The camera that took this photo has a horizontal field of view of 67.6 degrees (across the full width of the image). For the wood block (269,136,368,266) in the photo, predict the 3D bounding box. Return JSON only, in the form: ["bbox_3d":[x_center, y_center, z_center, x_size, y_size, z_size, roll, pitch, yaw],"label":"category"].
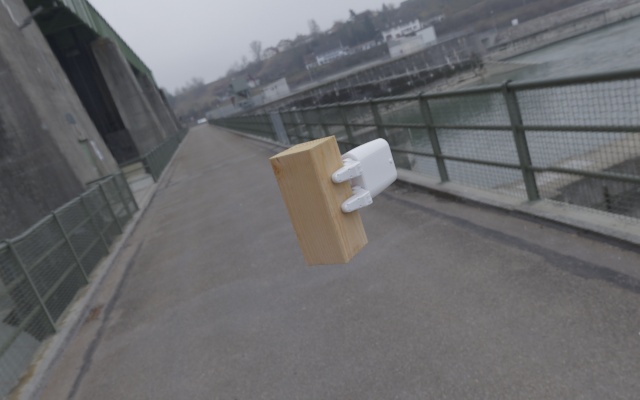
[{"bbox_3d":[0.000,0.003,0.847,0.091,0.206,0.090,-8,17,36],"label":"wood block"}]
